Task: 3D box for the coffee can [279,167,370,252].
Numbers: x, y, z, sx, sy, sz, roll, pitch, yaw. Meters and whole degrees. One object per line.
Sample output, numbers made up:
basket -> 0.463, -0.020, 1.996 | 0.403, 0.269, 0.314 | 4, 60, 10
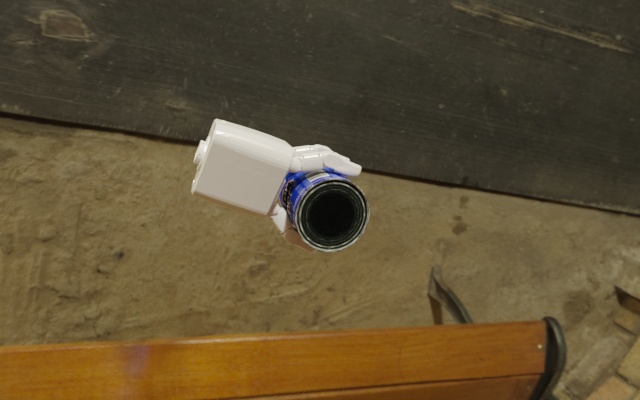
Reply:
coffee can -> 0.000, 0.002, 0.694 | 0.103, 0.103, 0.140 | 0, 15, -14
